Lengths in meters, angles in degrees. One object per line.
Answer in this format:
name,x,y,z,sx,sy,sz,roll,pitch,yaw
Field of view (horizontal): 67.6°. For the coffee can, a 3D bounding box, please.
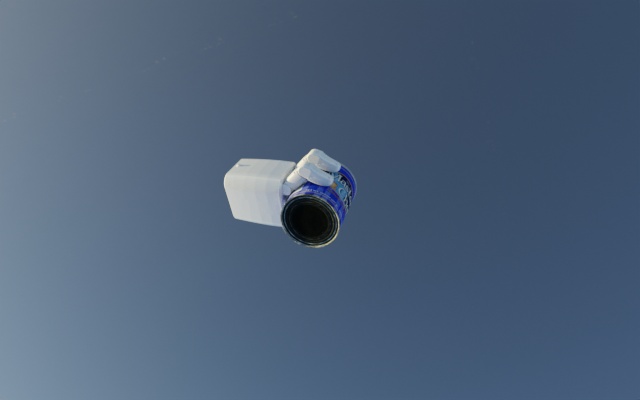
coffee can,0.000,0.003,0.841,0.103,0.103,0.140,0,28,17
